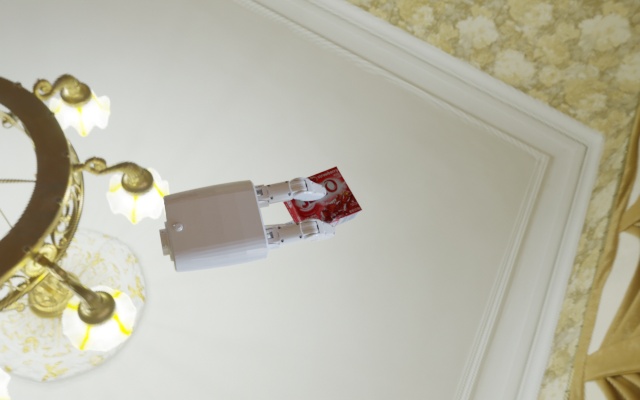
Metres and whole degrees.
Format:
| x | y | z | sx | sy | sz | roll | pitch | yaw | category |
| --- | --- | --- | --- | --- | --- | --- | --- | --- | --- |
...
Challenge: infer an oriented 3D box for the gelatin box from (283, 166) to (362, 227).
| x | y | z | sx | sy | sz | roll | pitch | yaw | category |
| --- | --- | --- | --- | --- | --- | --- | --- | --- | --- |
| 0.000 | 0.002 | 0.641 | 0.089 | 0.073 | 0.030 | -21 | -18 | -27 | gelatin box |
